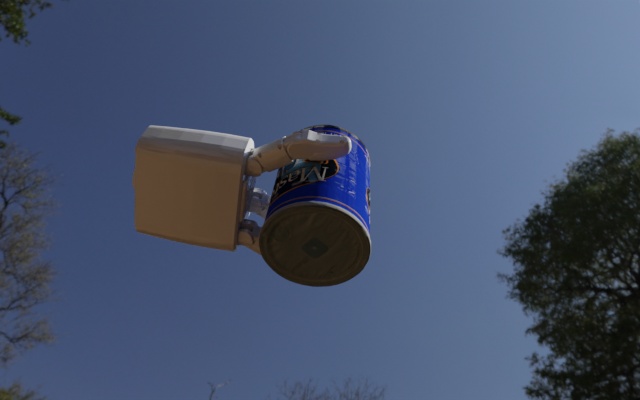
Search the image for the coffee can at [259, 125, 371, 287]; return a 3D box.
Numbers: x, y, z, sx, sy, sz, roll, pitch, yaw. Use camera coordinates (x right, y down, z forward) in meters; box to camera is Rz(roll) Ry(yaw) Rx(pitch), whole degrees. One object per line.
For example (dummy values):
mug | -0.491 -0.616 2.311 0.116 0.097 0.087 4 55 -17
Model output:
coffee can | 0.000 0.002 0.488 0.103 0.103 0.140 0 38 6
